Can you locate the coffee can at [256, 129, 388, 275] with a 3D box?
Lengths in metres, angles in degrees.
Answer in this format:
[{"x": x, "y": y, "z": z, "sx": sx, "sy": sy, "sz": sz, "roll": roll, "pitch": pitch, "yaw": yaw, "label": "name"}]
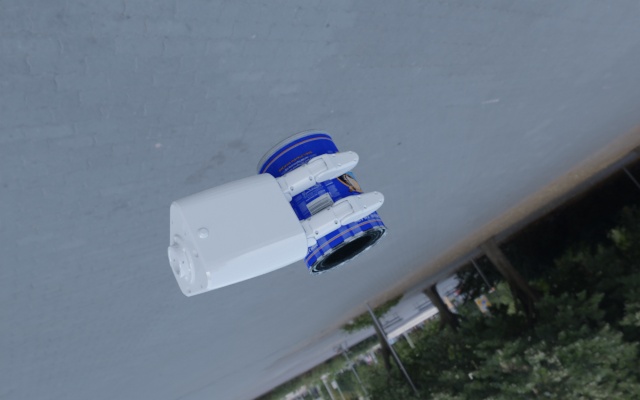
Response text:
[{"x": 0.000, "y": 0.002, "z": 0.565, "sx": 0.103, "sy": 0.140, "sz": 0.103, "roll": -27, "pitch": -19, "yaw": -10, "label": "coffee can"}]
